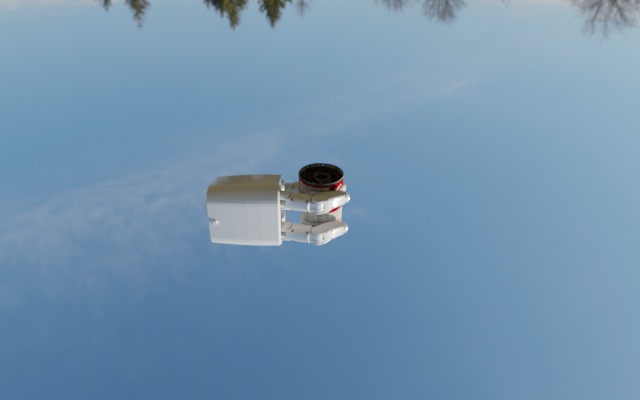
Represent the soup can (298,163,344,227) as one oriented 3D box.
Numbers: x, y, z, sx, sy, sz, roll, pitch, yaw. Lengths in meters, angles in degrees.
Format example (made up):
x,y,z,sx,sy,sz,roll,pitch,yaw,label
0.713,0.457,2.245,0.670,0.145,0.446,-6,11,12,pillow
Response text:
x,y,z,sx,sy,sz,roll,pitch,yaw,label
0.001,0.003,0.739,0.068,0.102,0.068,1,31,-1,soup can
